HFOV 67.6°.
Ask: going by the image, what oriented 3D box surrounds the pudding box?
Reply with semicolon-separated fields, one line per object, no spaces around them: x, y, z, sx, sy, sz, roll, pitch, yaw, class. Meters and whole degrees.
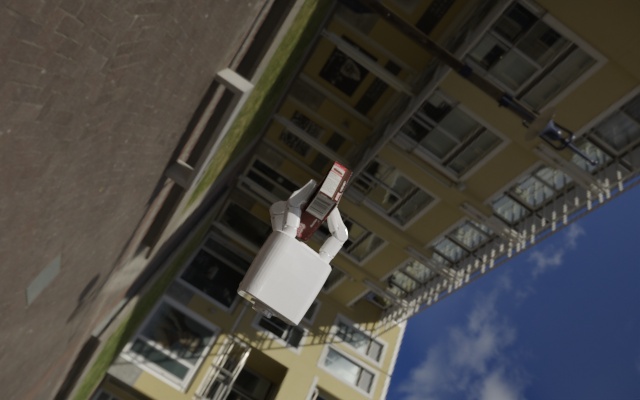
0.000;0.003;0.783;0.039;0.090;0.113;34;-48;-6;pudding box
